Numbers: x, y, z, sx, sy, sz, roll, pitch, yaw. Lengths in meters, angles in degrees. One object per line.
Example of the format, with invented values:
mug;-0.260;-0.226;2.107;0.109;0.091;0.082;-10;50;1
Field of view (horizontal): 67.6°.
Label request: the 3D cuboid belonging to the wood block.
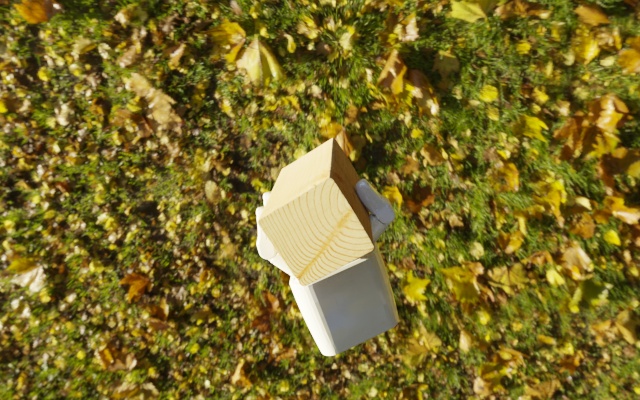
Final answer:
wood block;0.001;0.002;0.576;0.091;0.090;0.206;-30;15;11
